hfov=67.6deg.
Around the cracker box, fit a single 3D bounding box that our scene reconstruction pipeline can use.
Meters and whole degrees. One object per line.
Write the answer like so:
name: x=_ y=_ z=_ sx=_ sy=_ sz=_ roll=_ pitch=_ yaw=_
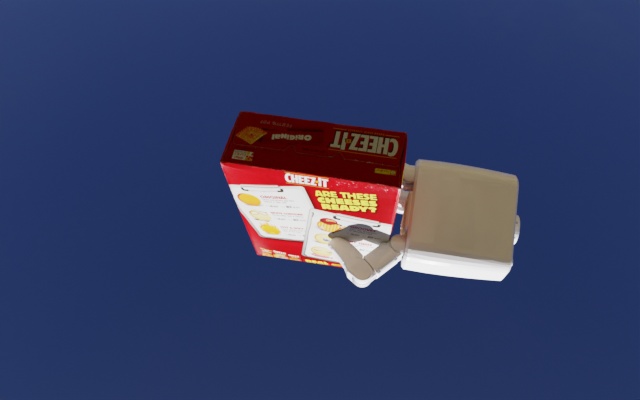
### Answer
cracker box: x=0.000 y=0.002 z=0.520 sx=0.164 sy=0.072 sz=0.214 roll=8 pitch=-29 yaw=7
